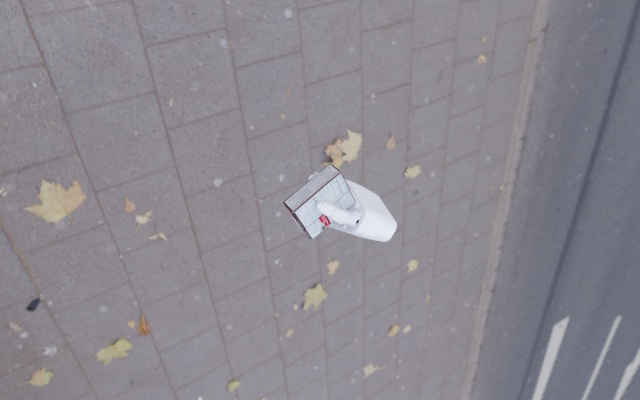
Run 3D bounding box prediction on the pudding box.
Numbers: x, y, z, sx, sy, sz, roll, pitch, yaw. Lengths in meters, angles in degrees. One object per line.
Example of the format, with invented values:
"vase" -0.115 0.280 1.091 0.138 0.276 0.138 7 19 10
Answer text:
"pudding box" 0.000 0.003 0.849 0.039 0.113 0.090 39 -14 43
